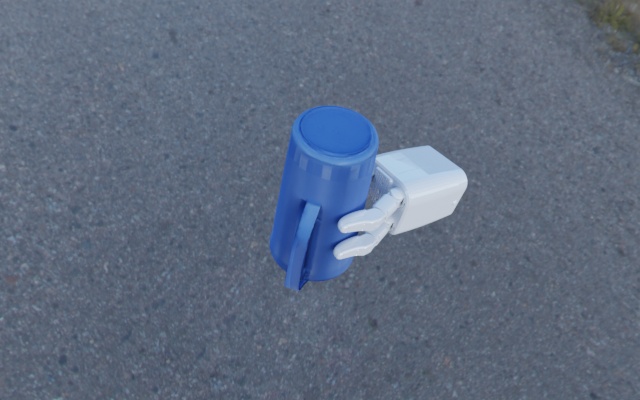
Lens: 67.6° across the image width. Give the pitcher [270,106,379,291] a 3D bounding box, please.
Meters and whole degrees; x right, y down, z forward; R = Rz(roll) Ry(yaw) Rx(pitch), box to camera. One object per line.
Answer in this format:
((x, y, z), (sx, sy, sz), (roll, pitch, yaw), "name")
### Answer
((0.000, 0.002, 0.654), (0.145, 0.149, 0.243), (-15, -37, -22), "pitcher")
